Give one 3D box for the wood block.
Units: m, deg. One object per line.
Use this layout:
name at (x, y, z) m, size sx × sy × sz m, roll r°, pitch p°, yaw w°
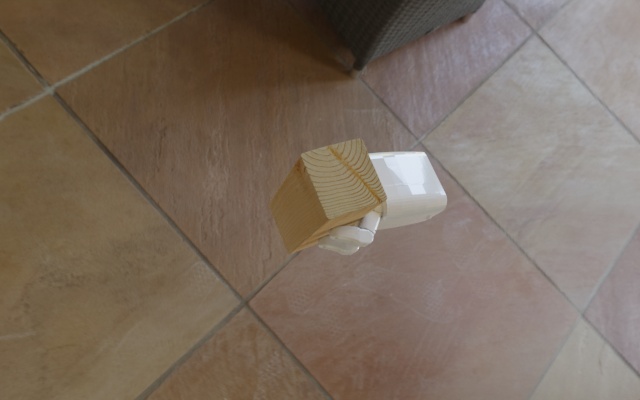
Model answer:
wood block at (0.000, 0.002, 0.681) m, size 0.090 × 0.091 × 0.206 m, roll -18°, pitch -12°, yaw -22°
